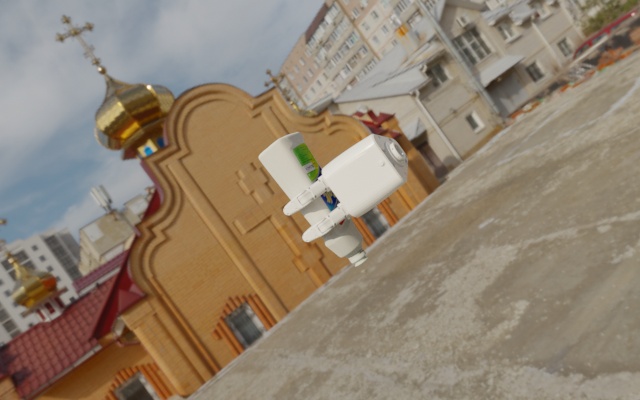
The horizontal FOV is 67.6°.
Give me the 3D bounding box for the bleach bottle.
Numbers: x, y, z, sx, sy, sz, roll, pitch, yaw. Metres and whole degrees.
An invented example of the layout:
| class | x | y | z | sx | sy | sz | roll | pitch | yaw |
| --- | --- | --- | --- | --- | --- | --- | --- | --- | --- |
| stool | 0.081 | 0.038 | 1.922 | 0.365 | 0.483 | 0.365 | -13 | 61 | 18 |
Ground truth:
| class | x | y | z | sx | sy | sz | roll | pitch | yaw |
| --- | --- | --- | --- | --- | --- | --- | --- | --- | --- |
| bleach bottle | 0.000 | 0.003 | 0.832 | 0.068 | 0.251 | 0.102 | -36 | 1 | 25 |
